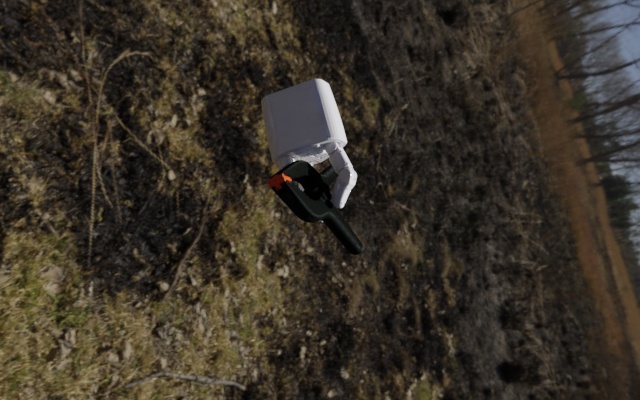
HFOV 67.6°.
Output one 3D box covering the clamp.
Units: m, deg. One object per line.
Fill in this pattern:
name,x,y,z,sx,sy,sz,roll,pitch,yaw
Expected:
clamp,0.000,0.002,0.715,0.036,0.164,0.210,-23,-16,27
